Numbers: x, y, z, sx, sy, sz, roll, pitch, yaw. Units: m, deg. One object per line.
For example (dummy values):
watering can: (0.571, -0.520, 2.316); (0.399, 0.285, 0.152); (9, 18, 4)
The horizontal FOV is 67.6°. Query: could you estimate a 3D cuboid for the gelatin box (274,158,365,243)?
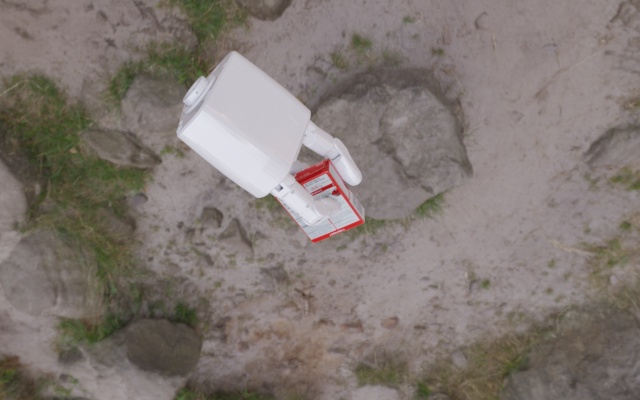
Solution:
gelatin box: (0.000, 0.002, 0.566); (0.073, 0.089, 0.030); (-24, 32, 22)
